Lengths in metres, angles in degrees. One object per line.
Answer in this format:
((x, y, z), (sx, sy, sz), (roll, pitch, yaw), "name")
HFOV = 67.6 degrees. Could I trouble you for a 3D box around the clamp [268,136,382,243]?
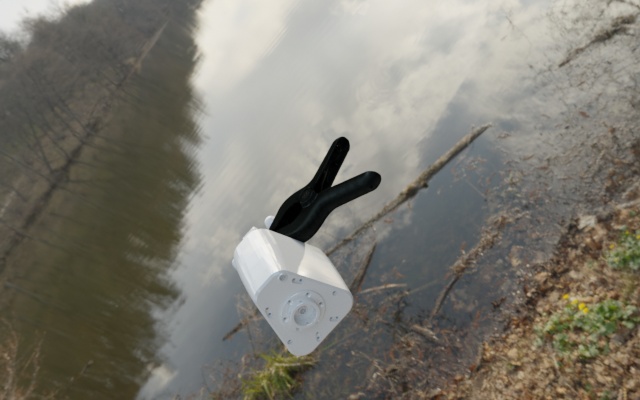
((0.000, 0.002, 0.593), (0.039, 0.171, 0.120), (37, 3, -27), "clamp")
